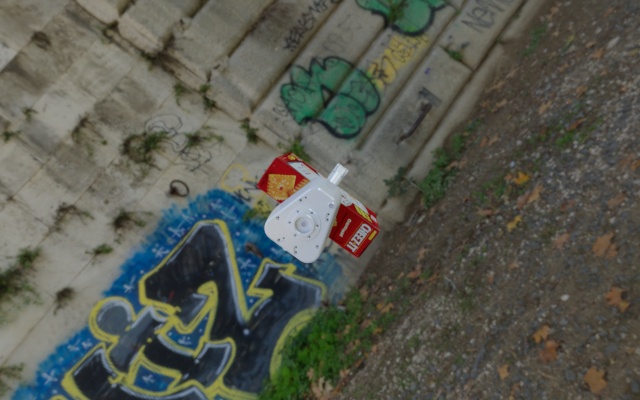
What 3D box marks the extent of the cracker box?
[{"bbox_3d":[0.000,0.003,0.874,0.214,0.072,0.164,36,9,-2],"label":"cracker box"}]
